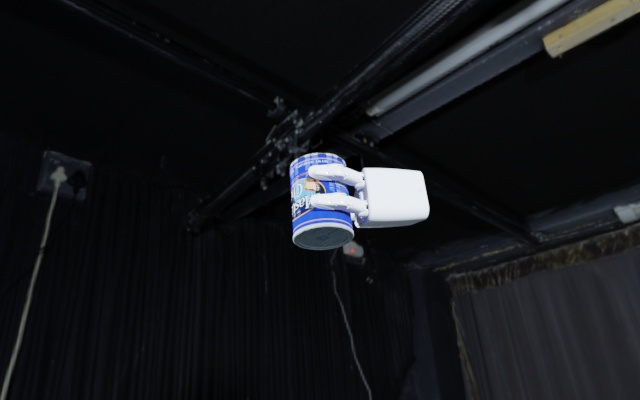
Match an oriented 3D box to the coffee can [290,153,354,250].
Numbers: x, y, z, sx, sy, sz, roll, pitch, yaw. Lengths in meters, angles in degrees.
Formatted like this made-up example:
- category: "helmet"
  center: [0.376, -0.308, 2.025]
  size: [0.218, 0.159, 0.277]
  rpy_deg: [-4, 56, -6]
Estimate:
- category: "coffee can"
  center: [0.000, 0.003, 0.832]
  size: [0.103, 0.140, 0.103]
  rpy_deg: [-4, -27, -2]
